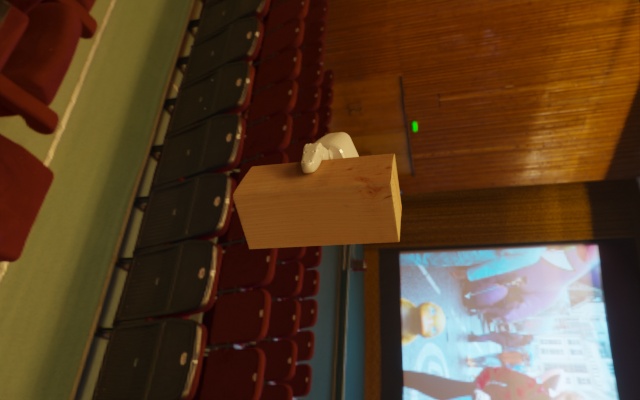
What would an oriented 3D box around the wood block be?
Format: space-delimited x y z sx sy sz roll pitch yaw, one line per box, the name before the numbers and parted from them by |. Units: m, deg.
wood block | 0.000 0.002 0.649 0.206 0.091 0.090 -5 29 15
